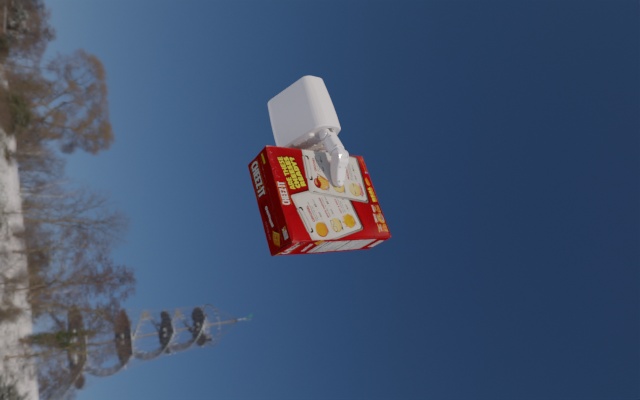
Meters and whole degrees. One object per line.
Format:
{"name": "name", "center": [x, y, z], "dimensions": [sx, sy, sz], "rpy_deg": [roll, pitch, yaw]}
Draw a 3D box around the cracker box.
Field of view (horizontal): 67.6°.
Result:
{"name": "cracker box", "center": [0.000, 0.003, 0.795], "dimensions": [0.214, 0.164, 0.072], "rpy_deg": [1, -27, -40]}
